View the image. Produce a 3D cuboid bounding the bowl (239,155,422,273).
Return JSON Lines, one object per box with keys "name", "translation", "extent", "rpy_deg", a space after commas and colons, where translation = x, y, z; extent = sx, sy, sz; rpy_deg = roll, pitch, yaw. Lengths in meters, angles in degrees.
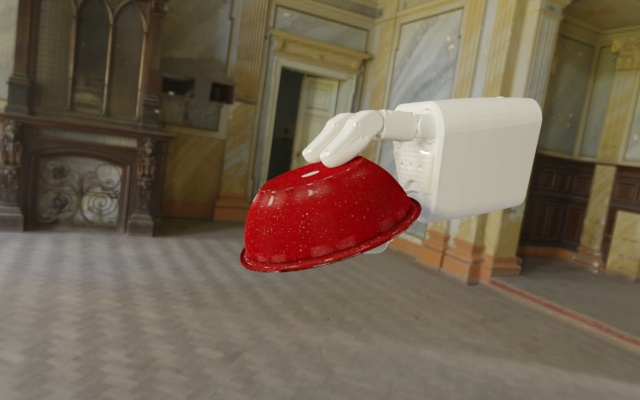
{"name": "bowl", "translation": [-0.001, 0.001, 0.406], "extent": [0.162, 0.055, 0.162], "rpy_deg": [-16, 13, 4]}
